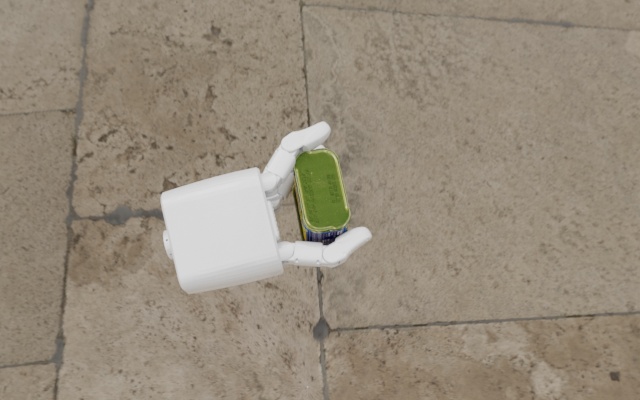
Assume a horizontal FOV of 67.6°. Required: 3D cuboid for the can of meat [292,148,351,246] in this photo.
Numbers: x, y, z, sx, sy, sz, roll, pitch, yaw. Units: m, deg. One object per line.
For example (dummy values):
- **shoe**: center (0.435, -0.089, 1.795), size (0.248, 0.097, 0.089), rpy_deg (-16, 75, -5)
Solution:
- **can of meat**: center (0.000, 0.002, 0.548), size (0.057, 0.102, 0.084), rpy_deg (-10, -21, -5)
